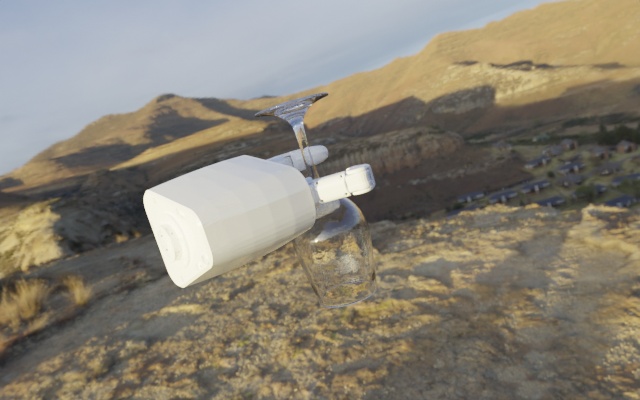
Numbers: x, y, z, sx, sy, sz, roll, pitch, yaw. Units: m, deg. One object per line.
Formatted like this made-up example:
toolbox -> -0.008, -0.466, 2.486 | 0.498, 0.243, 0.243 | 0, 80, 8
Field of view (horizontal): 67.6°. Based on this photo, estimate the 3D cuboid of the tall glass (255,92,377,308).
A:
tall glass -> 0.000, 0.001, 0.474 | 0.079, 0.201, 0.079 | -17, 8, 2
